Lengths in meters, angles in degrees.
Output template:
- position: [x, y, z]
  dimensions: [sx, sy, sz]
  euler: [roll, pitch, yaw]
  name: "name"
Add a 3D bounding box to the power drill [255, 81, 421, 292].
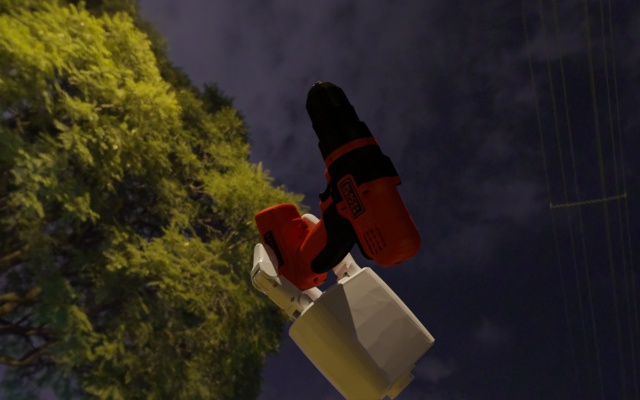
- position: [0.000, 0.002, 0.483]
  dimensions: [0.057, 0.184, 0.188]
  euler: [-11, -20, -36]
  name: "power drill"
